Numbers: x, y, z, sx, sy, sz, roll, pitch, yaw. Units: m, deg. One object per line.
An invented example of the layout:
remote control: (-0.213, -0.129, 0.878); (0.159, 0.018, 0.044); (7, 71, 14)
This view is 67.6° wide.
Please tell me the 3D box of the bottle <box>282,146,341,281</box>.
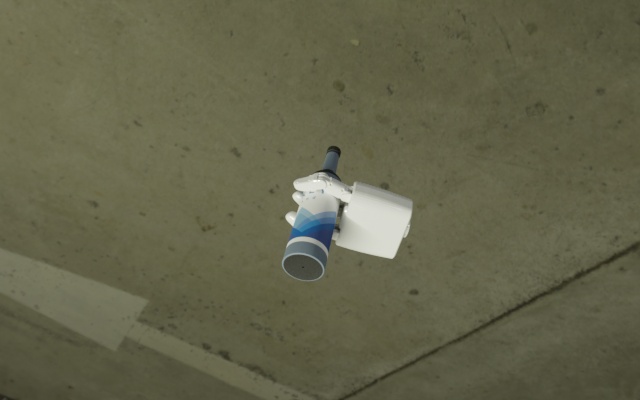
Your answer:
bottle: (0.000, 0.003, 0.830); (0.069, 0.069, 0.295); (0, 43, 14)
